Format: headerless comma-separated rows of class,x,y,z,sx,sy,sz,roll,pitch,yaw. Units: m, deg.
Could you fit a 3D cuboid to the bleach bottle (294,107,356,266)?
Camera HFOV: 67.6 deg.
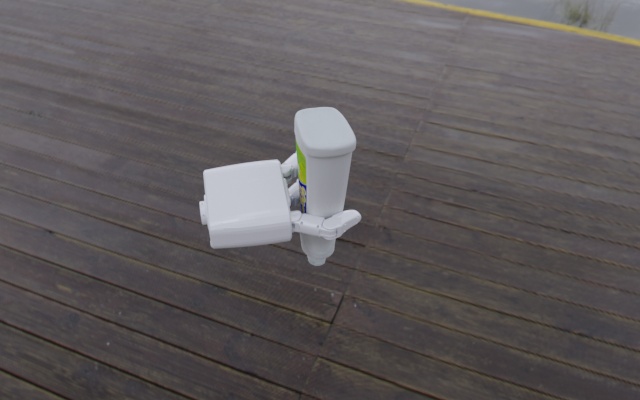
bleach bottle,0.000,0.002,0.670,0.068,0.251,0.102,-7,41,-11
